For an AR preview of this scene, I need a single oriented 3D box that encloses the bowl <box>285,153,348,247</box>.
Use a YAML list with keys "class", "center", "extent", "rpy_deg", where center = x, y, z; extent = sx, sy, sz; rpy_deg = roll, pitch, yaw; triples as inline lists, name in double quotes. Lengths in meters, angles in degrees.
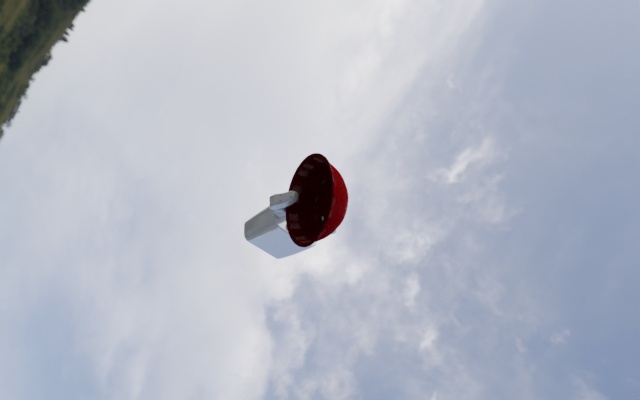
- class: "bowl"
  center: [0.001, 0.003, 0.818]
  extent: [0.055, 0.162, 0.162]
  rpy_deg: [10, -5, -29]
